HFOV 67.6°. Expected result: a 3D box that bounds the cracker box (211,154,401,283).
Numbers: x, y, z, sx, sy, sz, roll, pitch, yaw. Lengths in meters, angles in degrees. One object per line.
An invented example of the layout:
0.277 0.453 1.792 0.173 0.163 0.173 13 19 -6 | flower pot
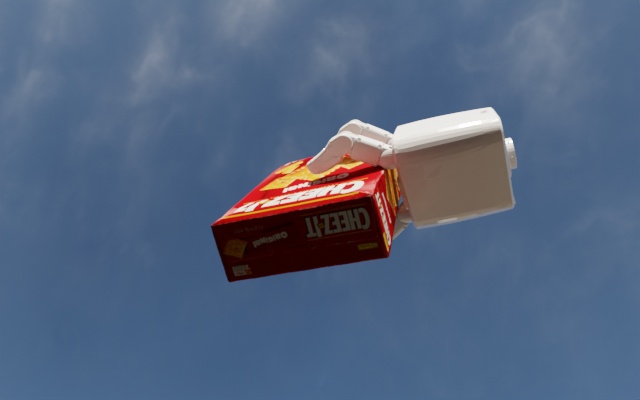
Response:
0.000 0.002 0.534 0.164 0.072 0.213 -12 15 17 | cracker box
